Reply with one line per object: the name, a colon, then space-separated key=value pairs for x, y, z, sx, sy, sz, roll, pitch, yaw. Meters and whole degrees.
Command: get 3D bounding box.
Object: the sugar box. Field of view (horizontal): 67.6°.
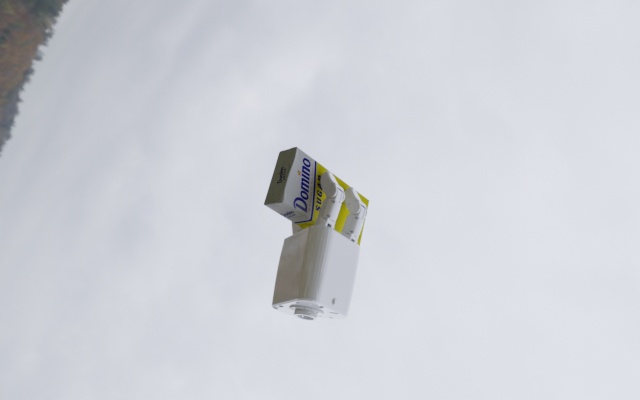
sugar box: x=0.001 y=0.003 z=0.733 sx=0.048 sy=0.093 sz=0.176 roll=-9 pitch=-32 yaw=41
